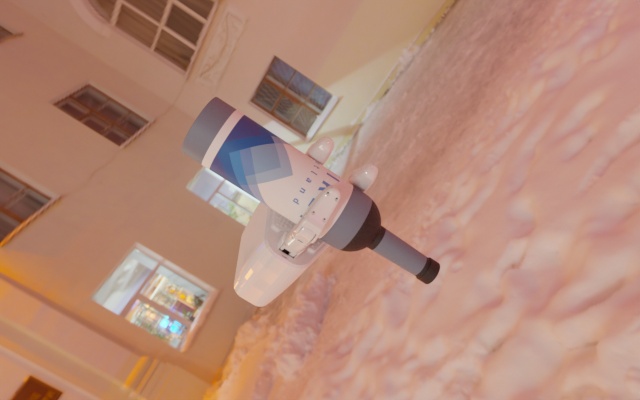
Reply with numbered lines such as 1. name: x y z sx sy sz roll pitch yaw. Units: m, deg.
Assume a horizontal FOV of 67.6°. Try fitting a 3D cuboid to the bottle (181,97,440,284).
1. bottle: 0.000 0.001 0.502 0.296 0.069 0.069 33 -5 -8
